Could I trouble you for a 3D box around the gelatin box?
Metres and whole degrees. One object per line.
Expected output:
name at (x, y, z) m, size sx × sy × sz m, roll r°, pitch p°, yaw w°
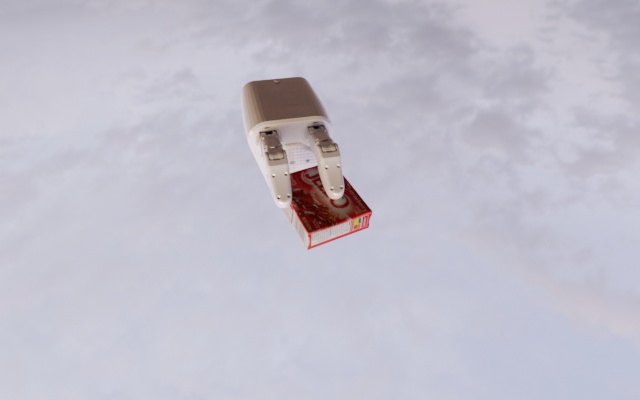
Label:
gelatin box at (0.000, 0.002, 0.503) m, size 0.073 × 0.030 × 0.089 m, roll -18°, pitch 50°, yaw -21°
